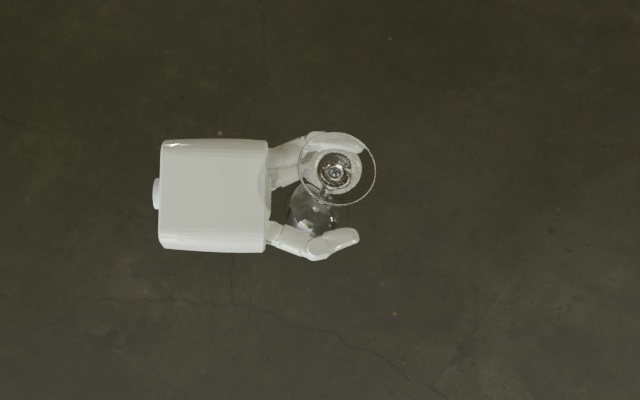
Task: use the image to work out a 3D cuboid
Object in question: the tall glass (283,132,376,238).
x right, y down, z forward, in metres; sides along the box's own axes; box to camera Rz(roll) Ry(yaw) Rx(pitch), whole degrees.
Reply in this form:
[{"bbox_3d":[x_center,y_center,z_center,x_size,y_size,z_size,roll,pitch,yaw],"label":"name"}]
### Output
[{"bbox_3d":[0.000,0.002,0.534,0.079,0.079,0.201,0,-19,-9],"label":"tall glass"}]
